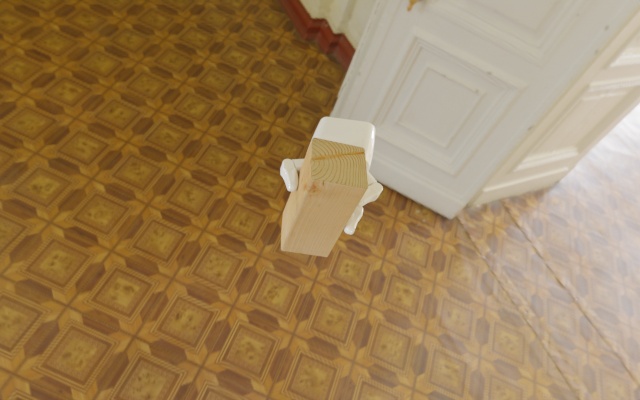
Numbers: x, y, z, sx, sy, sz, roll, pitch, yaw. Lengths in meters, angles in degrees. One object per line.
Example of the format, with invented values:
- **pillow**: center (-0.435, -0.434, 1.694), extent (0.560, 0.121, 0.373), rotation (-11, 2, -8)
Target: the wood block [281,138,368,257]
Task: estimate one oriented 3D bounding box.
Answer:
- **wood block**: center (0.000, 0.002, 0.812), extent (0.091, 0.090, 0.206), rotation (10, -39, -13)
